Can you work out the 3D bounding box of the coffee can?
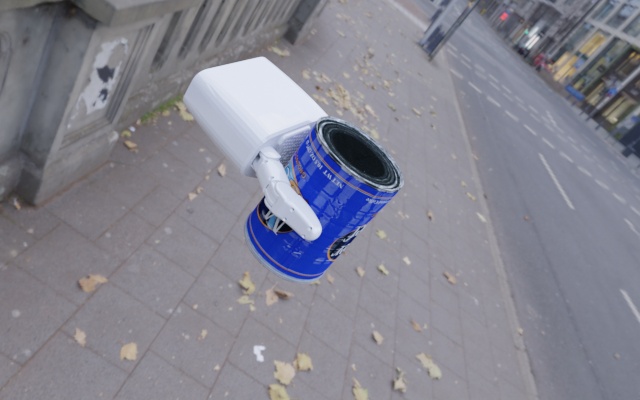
[{"bbox_3d":[0.000,0.002,0.484,0.103,0.102,0.140,0,-43,-49],"label":"coffee can"}]
